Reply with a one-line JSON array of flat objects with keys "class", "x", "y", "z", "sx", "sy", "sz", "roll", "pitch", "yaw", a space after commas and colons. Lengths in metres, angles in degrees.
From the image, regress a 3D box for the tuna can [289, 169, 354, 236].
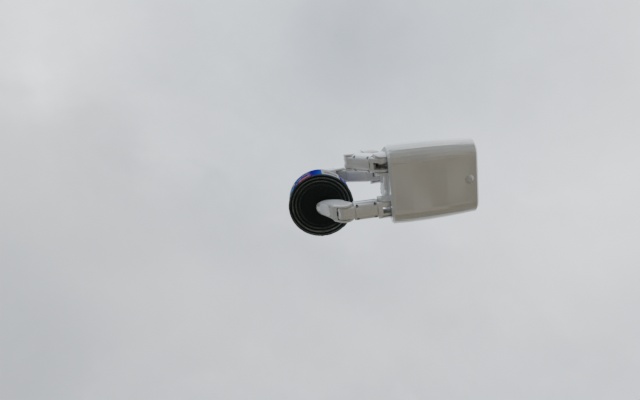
[{"class": "tuna can", "x": 0.000, "y": 0.002, "z": 0.641, "sx": 0.086, "sy": 0.086, "sz": 0.033, "roll": 0, "pitch": 18, "yaw": -4}]
